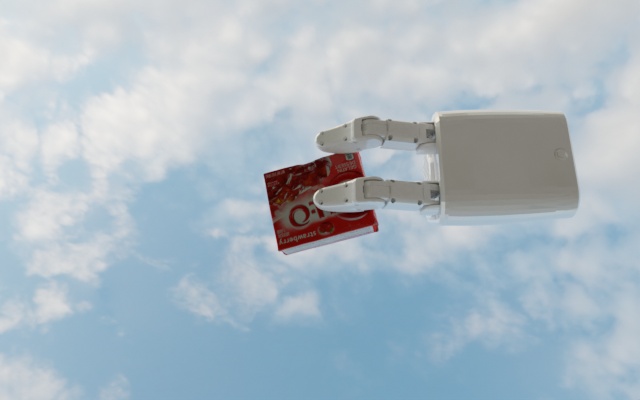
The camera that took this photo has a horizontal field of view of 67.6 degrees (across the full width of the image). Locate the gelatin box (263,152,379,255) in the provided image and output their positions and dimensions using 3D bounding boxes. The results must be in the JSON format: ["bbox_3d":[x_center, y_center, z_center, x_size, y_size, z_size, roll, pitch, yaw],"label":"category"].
[{"bbox_3d":[0.000,0.002,0.422,0.089,0.073,0.030,-15,-18,6],"label":"gelatin box"}]
